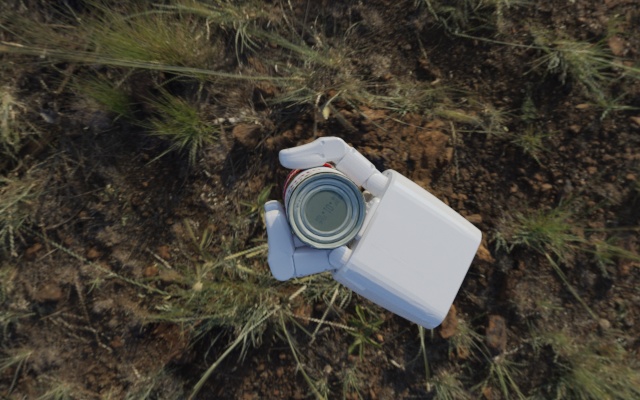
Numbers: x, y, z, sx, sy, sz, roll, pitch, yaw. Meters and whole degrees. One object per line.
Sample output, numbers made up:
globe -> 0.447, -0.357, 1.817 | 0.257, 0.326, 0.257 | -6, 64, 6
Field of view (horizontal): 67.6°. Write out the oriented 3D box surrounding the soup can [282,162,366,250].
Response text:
soup can -> 0.000, 0.001, 0.440 | 0.068, 0.068, 0.102 | 0, 9, -6
